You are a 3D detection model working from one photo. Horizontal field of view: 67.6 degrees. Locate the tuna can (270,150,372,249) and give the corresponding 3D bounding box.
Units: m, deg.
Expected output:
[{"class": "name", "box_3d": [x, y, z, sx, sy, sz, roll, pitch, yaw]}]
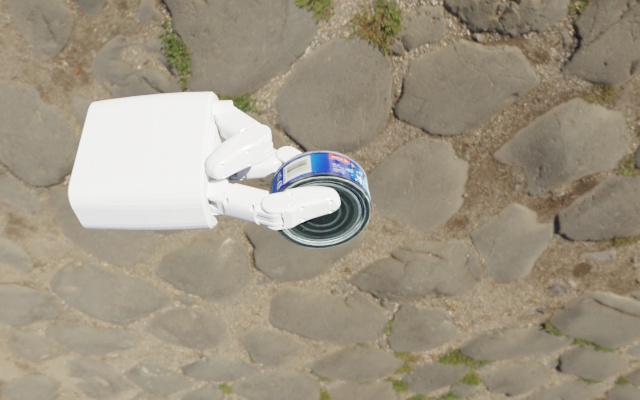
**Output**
[{"class": "tuna can", "box_3d": [0.000, 0.002, 0.406, 0.086, 0.086, 0.033, 0, 42, -5]}]
